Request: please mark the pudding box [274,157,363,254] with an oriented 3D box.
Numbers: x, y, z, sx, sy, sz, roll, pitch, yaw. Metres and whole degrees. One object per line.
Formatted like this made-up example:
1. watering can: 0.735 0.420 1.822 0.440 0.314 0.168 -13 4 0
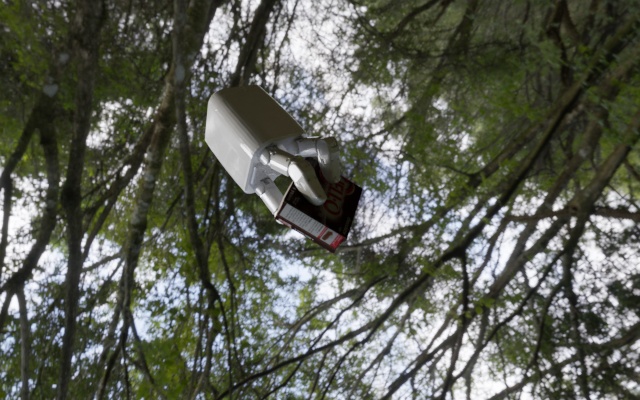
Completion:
1. pudding box: 0.000 0.002 0.612 0.090 0.039 0.113 30 40 -6
